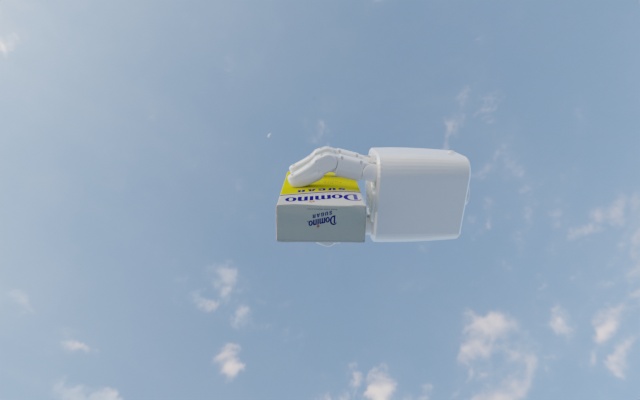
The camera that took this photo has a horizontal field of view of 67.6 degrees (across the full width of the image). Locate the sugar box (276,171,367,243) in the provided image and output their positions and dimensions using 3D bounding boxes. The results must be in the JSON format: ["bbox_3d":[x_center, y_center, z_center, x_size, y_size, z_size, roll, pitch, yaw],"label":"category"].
[{"bbox_3d":[0.000,0.001,0.561,0.093,0.048,0.176,0,12,-1],"label":"sugar box"}]
